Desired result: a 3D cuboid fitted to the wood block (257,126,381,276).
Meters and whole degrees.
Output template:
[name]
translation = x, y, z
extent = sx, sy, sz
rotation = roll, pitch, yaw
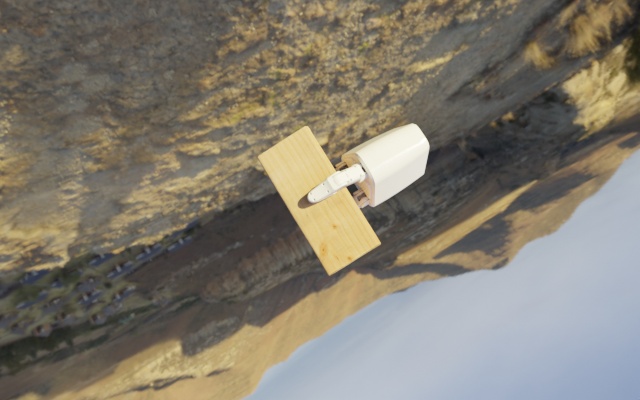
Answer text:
[wood block]
translation = 0.000, 0.002, 0.736
extent = 0.090, 0.206, 0.091
rotation = -32, -8, 3
